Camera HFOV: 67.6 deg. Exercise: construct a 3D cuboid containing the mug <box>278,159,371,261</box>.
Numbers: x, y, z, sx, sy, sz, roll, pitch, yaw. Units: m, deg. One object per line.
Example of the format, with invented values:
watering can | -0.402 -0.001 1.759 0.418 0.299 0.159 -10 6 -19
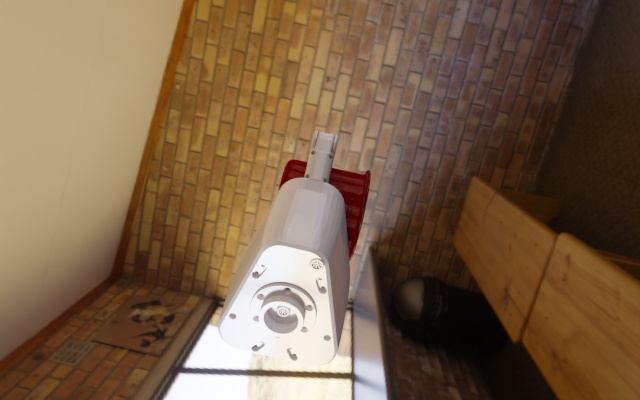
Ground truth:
mug | 0.000 0.001 0.484 0.081 0.093 0.117 13 25 0
